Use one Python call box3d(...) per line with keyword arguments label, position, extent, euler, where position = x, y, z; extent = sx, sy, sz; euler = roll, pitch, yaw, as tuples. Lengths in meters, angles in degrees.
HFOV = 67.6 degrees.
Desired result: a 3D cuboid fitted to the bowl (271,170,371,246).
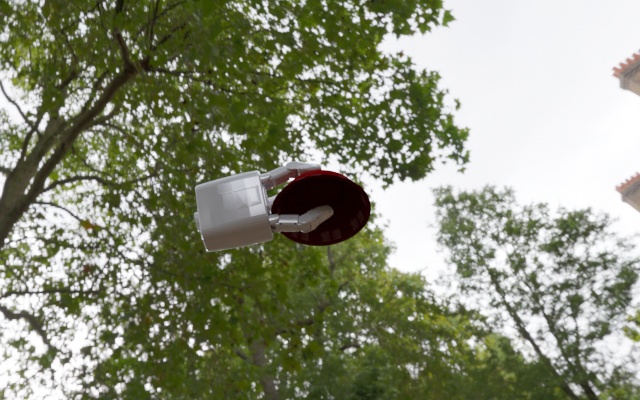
box3d(label="bowl", position=(0.001, 0.002, 0.787), extent=(0.162, 0.162, 0.055), euler=(0, 43, -4))
